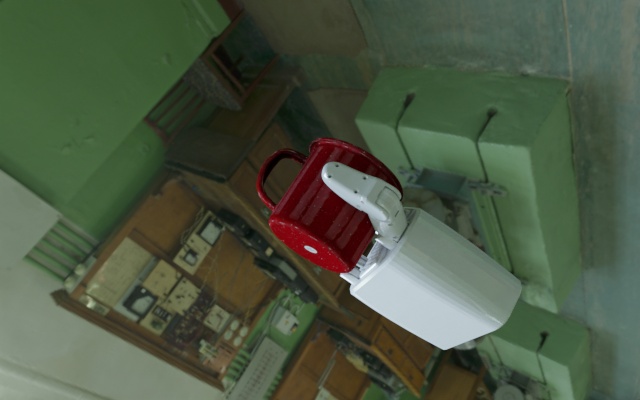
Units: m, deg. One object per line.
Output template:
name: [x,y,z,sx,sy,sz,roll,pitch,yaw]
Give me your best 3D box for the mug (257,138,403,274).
mug: [-0.001,0.001,0.404,0.117,0.081,0.093,32,-19,1]
